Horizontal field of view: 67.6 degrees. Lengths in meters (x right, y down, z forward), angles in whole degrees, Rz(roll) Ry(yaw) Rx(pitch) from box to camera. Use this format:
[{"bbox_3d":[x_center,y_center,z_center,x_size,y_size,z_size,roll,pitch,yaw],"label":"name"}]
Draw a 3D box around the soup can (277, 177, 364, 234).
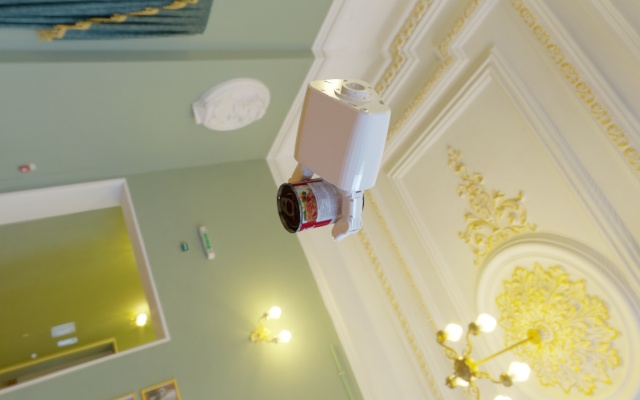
[{"bbox_3d":[0.000,0.003,0.655,0.102,0.068,0.068,-11,5,-30],"label":"soup can"}]
